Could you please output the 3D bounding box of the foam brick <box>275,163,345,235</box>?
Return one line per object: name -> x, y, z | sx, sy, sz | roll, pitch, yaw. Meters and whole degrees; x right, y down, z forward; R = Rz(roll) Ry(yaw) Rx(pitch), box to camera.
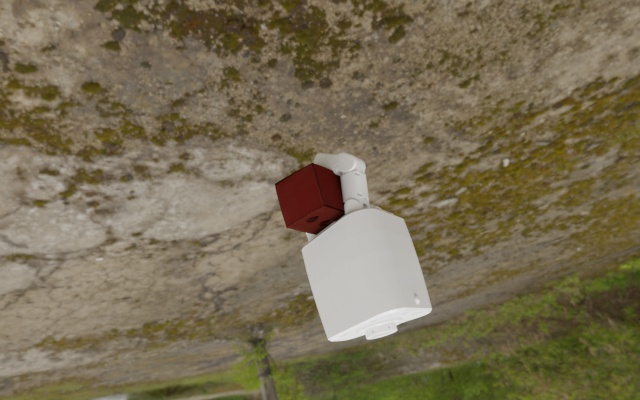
foam brick -> 0.000, 0.002, 0.506 | 0.053, 0.051, 0.078 | -29, -27, 29
